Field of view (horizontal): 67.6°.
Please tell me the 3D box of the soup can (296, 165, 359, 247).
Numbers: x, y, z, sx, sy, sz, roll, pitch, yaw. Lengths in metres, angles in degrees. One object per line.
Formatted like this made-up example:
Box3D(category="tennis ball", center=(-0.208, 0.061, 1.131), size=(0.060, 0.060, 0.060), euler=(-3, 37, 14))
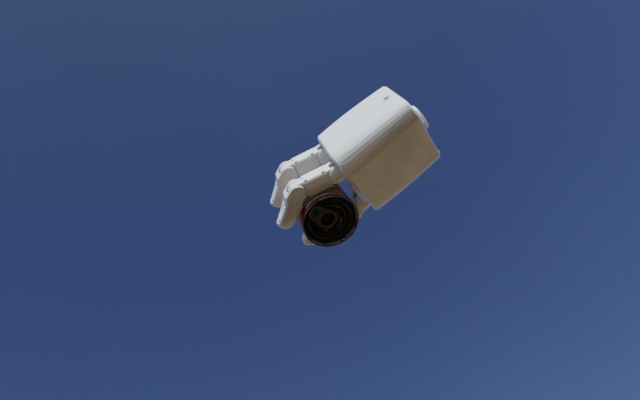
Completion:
Box3D(category="soup can", center=(0.000, 0.002, 0.597), size=(0.068, 0.068, 0.102), euler=(0, 27, -16))
